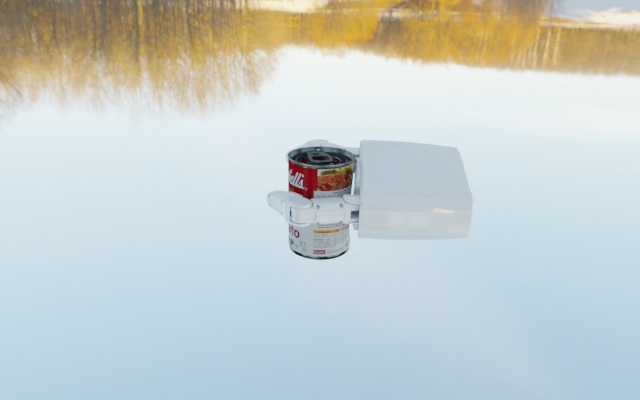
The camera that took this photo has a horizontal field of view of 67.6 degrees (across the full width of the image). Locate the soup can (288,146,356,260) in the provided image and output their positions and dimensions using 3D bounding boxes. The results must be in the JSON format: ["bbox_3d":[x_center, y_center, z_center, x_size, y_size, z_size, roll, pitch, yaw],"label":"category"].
[{"bbox_3d":[0.000,0.002,0.496,0.068,0.102,0.068,1,22,0],"label":"soup can"}]
